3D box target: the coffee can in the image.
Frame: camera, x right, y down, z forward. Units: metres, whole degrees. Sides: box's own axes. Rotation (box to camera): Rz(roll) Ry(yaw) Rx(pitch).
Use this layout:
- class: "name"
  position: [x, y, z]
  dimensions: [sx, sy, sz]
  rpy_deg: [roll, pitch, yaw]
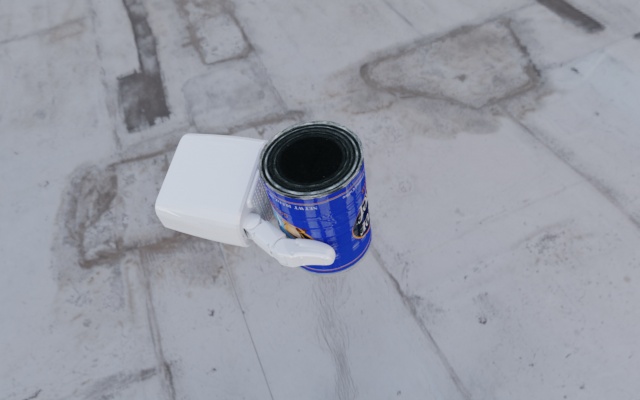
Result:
- class: "coffee can"
  position: [0.000, 0.002, 0.508]
  dimensions: [0.103, 0.102, 0.140]
  rpy_deg: [0, -39, 10]
